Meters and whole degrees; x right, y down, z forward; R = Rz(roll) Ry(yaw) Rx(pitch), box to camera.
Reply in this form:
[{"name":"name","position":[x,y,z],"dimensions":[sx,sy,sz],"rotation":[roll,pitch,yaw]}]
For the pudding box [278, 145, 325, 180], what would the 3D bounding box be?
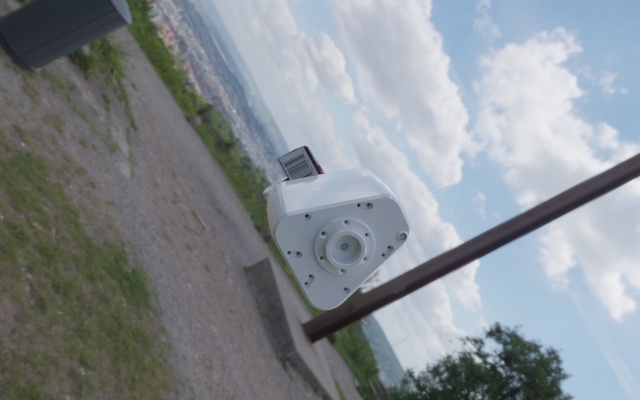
[{"name":"pudding box","position":[0.000,0.002,0.547],"dimensions":[0.039,0.113,0.090],"rotation":[-27,-13,2]}]
